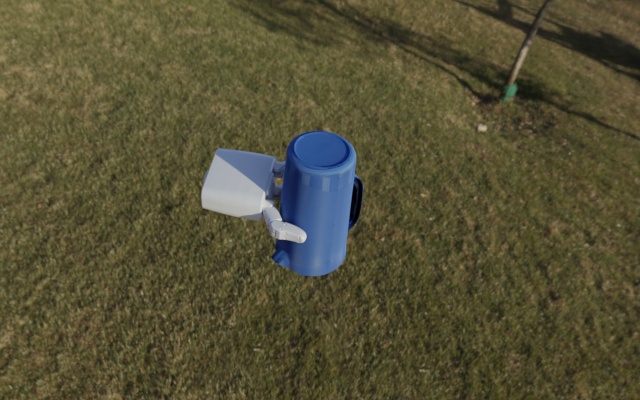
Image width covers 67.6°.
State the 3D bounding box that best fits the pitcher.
[{"bbox_3d":[0.000,0.003,0.817,0.145,0.243,0.149,11,45,3],"label":"pitcher"}]
